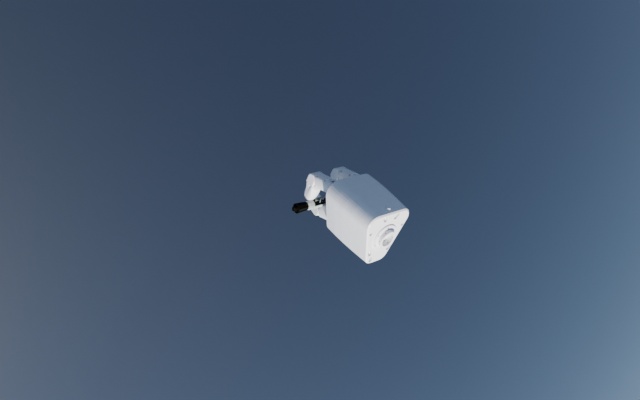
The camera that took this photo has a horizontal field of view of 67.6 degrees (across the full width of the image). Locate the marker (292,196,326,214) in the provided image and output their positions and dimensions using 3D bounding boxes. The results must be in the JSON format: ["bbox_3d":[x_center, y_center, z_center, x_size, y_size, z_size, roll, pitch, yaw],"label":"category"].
[{"bbox_3d":[0.000,0.003,0.869,0.121,0.020,0.020,-15,9,-35],"label":"marker"}]
